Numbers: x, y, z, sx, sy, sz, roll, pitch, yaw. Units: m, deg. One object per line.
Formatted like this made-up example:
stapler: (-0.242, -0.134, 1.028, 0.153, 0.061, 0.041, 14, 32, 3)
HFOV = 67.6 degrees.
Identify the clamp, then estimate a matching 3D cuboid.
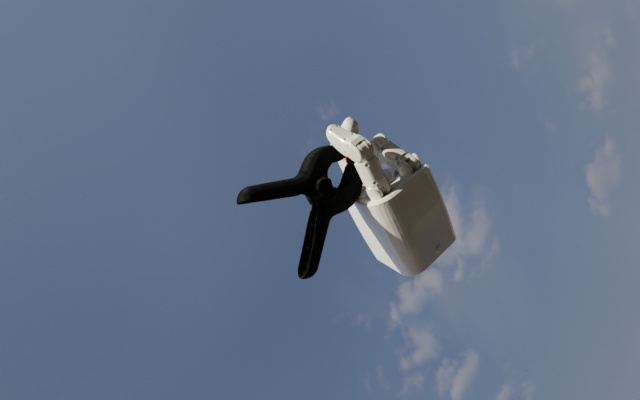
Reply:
clamp: (0.000, 0.002, 0.540, 0.171, 0.120, 0.039, -36, 19, -28)
